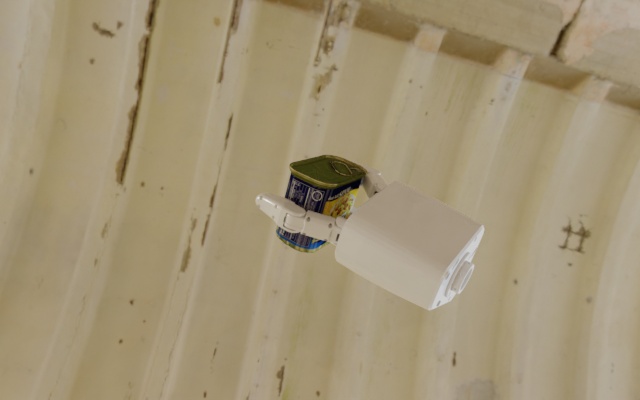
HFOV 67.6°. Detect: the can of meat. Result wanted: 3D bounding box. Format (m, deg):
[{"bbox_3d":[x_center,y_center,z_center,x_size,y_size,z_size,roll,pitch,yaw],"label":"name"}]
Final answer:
[{"bbox_3d":[0.000,0.002,0.531,0.057,0.084,0.102,26,24,24],"label":"can of meat"}]
